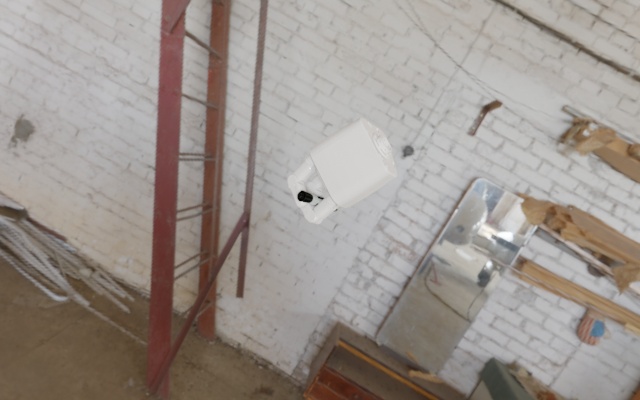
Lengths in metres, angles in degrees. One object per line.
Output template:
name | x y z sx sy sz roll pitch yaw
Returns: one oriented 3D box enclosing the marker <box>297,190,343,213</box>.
marker | 0.000 0.003 0.825 0.020 0.020 0.121 0 -11 35
